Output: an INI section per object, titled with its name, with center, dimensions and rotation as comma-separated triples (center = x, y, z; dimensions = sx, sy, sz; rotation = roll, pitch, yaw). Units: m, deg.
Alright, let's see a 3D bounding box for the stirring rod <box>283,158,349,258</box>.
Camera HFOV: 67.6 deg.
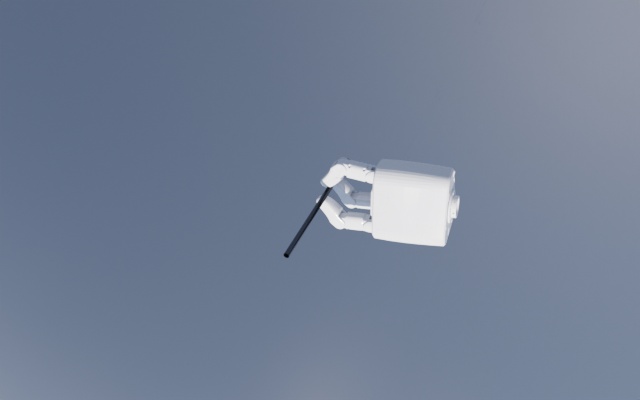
[stirring rod]
center = 0.000, 0.002, 0.708
dimensions = 0.011, 0.011, 0.239
rotation = 0, 35, 27
